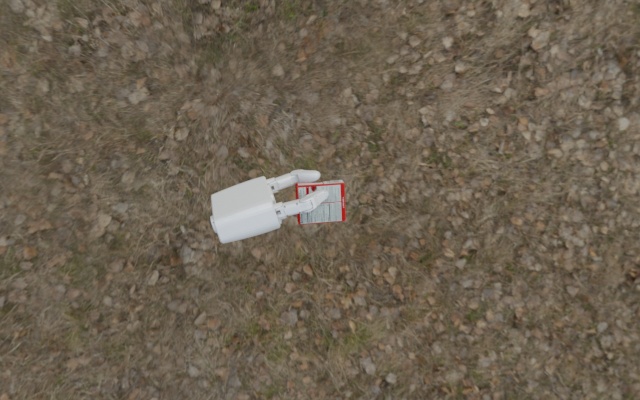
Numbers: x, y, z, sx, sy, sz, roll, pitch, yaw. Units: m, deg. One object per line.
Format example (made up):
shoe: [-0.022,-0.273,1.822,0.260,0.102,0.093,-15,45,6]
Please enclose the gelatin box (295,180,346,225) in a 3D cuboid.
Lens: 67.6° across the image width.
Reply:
gelatin box: [0.001,0.003,0.868,0.089,0.073,0.030,-4,15,-4]
